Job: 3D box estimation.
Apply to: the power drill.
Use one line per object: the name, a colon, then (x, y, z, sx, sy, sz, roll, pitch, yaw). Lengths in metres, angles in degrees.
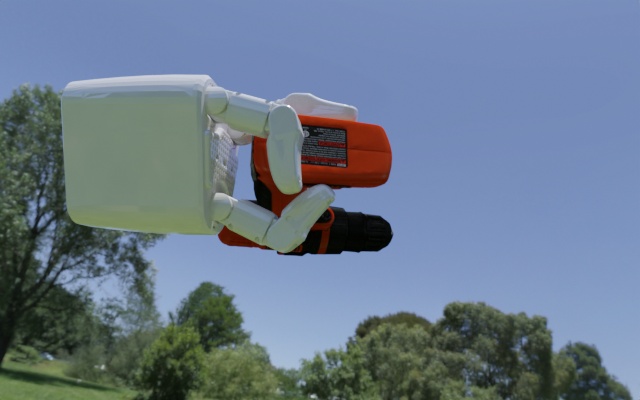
power drill: (0.000, 0.001, 0.435, 0.184, 0.057, 0.188, 3, -27, -12)
